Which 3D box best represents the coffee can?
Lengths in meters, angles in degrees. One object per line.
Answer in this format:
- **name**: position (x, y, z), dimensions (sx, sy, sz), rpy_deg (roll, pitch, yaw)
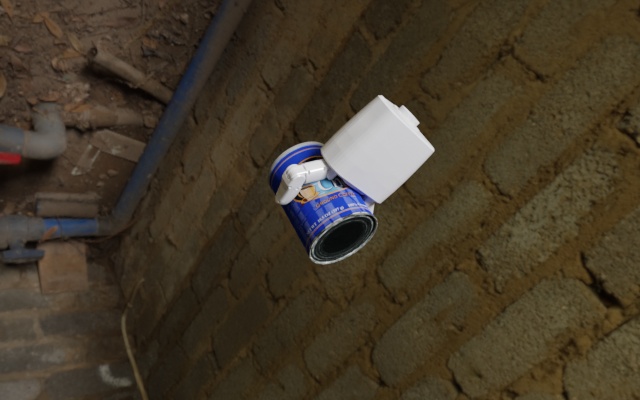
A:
- **coffee can**: position (0.000, 0.002, 0.664), dimensions (0.103, 0.140, 0.103), rpy_deg (-22, -34, -15)
